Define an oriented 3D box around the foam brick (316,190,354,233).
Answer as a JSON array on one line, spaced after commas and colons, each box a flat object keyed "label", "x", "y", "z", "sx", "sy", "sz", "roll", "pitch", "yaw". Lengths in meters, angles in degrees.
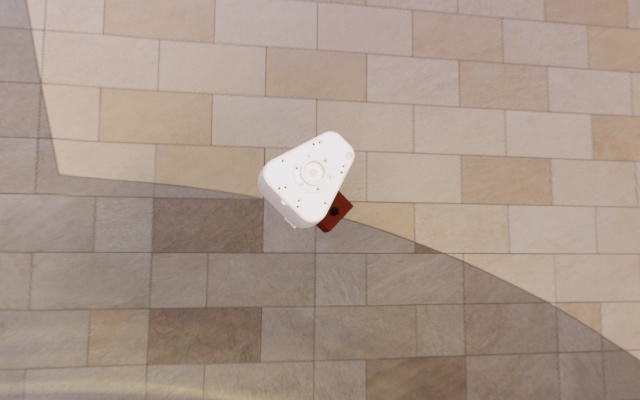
[{"label": "foam brick", "x": 0.000, "y": 0.002, "z": 0.692, "sx": 0.078, "sy": 0.053, "sz": 0.051, "roll": 45, "pitch": -10, "yaw": -3}]
